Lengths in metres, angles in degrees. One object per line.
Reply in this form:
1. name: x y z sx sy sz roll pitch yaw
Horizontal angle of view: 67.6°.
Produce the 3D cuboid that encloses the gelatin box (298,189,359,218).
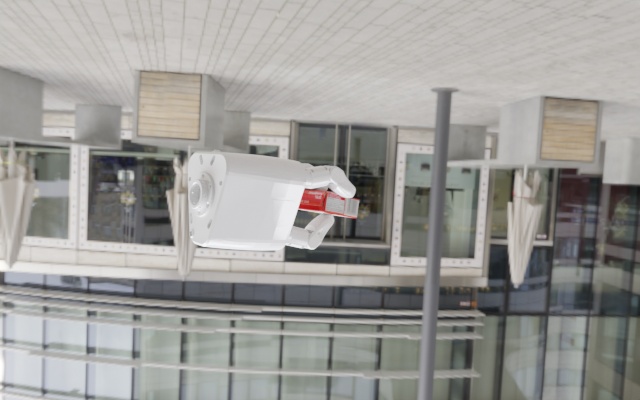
1. gelatin box: 0.000 0.003 0.657 0.073 0.030 0.089 7 -3 35
